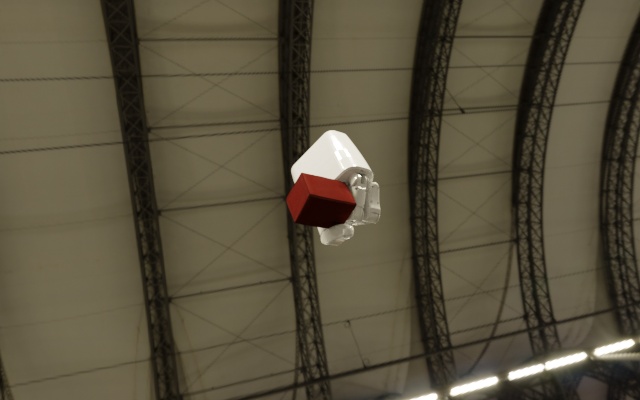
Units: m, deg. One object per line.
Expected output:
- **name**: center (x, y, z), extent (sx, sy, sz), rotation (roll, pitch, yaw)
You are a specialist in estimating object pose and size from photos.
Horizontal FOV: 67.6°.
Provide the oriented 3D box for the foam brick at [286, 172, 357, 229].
- **foam brick**: center (0.000, 0.002, 0.669), extent (0.078, 0.053, 0.051), rotation (12, 36, -31)
